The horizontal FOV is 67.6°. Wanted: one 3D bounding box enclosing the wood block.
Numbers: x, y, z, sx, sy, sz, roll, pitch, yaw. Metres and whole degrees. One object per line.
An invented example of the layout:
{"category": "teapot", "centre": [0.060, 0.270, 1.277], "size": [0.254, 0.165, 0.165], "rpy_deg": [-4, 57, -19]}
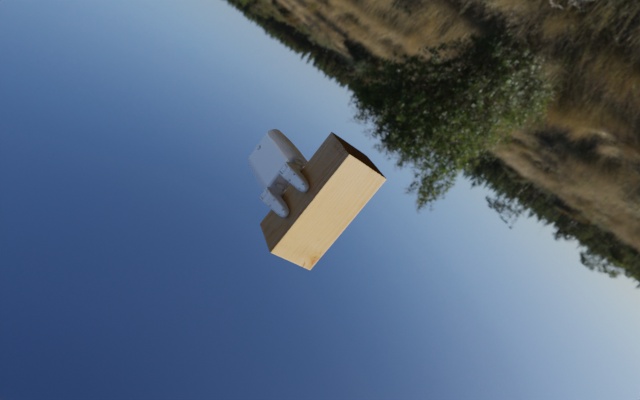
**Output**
{"category": "wood block", "centre": [0.000, 0.003, 0.805], "size": [0.091, 0.206, 0.090], "rpy_deg": [29, 18, -33]}
